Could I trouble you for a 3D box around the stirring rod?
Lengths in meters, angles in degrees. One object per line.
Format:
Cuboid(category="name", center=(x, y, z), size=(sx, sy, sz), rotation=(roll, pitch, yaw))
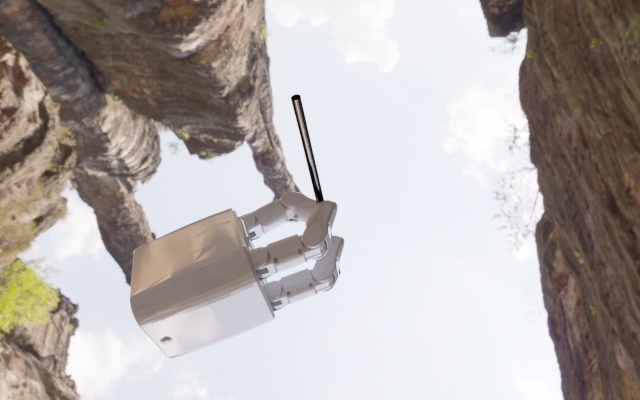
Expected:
Cuboid(category="stirring rod", center=(0.000, 0.001, 0.451), size=(0.011, 0.011, 0.240), rotation=(0, -42, 12))
